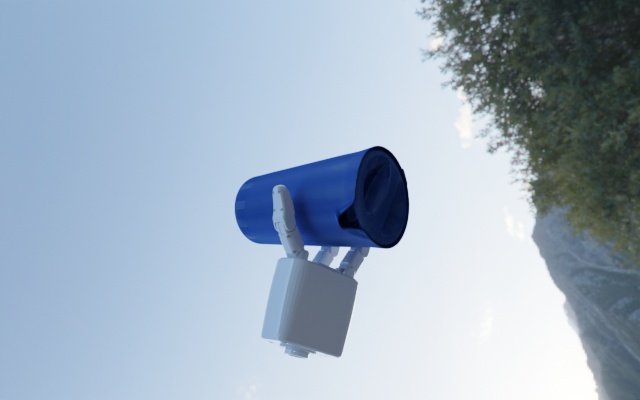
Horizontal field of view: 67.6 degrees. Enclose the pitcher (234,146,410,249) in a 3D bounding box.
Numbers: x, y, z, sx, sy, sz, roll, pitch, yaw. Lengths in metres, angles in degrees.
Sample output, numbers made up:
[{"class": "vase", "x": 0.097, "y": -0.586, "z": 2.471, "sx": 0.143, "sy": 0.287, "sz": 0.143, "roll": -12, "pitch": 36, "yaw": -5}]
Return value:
[{"class": "pitcher", "x": 0.000, "y": 0.002, "z": 0.691, "sx": 0.243, "sy": 0.145, "sz": 0.149, "roll": -6, "pitch": -26, "yaw": 38}]
